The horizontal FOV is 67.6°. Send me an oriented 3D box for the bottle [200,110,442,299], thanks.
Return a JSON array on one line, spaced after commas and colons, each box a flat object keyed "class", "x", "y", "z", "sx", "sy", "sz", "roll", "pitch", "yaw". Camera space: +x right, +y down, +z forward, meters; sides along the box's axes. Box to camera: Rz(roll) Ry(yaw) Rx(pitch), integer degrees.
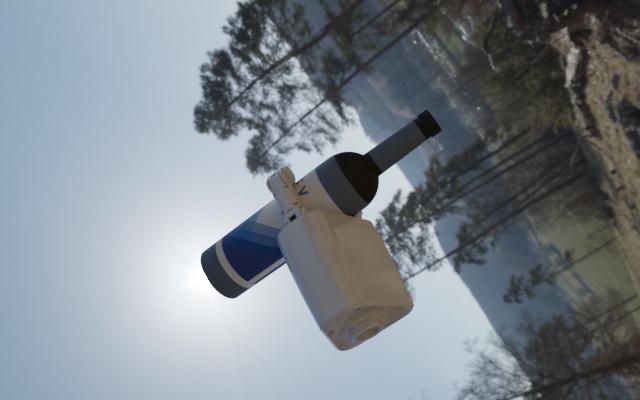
[{"class": "bottle", "x": 0.000, "y": 0.002, "z": 0.521, "sx": 0.296, "sy": 0.069, "sz": 0.069, "roll": -36, "pitch": -9, "yaw": 13}]
